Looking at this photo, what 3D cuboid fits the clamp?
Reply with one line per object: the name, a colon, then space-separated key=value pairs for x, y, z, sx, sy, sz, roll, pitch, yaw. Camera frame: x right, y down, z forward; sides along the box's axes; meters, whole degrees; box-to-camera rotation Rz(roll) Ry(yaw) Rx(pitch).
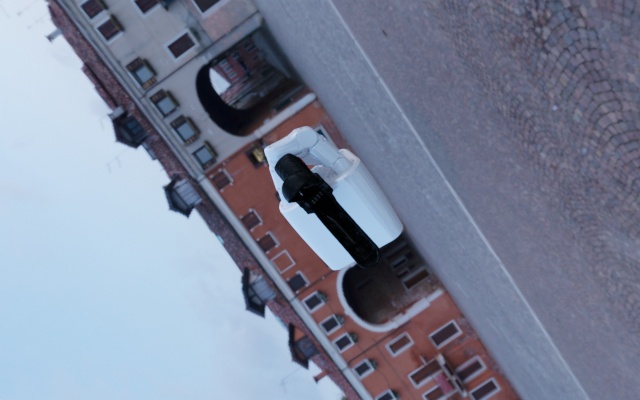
clamp: x=0.000 y=0.002 z=0.478 sx=0.039 sy=0.120 sz=0.171 roll=-38 pitch=20 yaw=5
